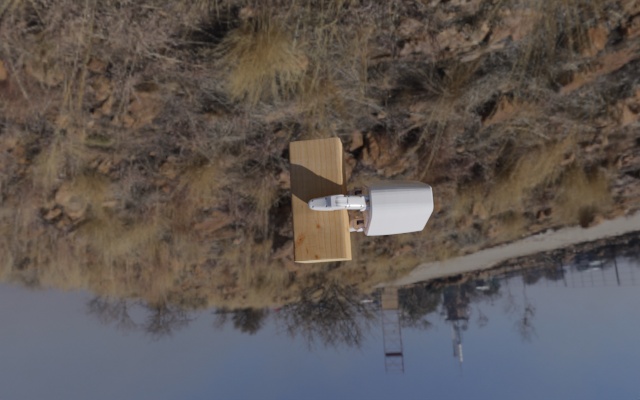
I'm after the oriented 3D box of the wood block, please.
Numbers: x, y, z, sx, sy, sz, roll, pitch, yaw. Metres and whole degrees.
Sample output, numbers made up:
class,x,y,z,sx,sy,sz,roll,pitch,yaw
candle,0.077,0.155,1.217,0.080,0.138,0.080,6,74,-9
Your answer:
class,x,y,z,sx,sy,sz,roll,pitch,yaw
wood block,0.000,0.003,0.841,0.090,0.206,0.091,-5,-9,9
